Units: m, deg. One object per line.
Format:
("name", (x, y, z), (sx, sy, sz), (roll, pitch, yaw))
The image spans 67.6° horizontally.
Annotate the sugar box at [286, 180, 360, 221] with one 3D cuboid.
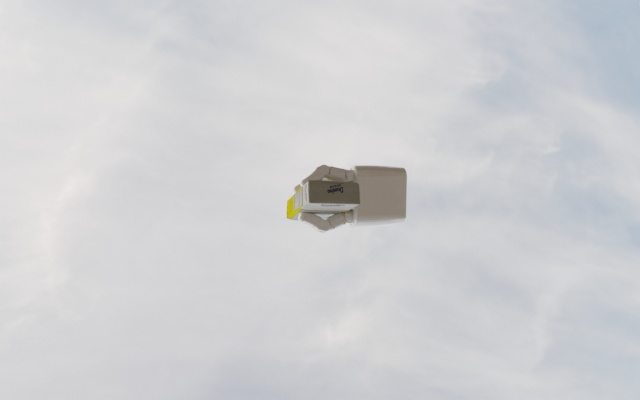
("sugar box", (0.000, 0.002, 0.876), (0.093, 0.048, 0.176), (2, -14, -16))
